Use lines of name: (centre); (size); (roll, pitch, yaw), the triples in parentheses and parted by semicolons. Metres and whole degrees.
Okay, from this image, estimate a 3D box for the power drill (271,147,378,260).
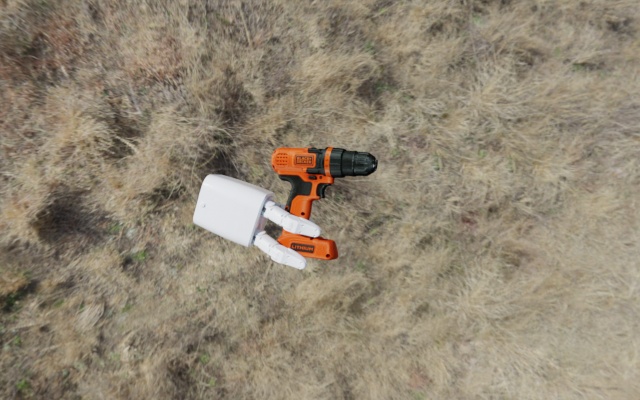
power drill: (0.000, 0.003, 0.805); (0.184, 0.187, 0.057); (4, -3, 21)
